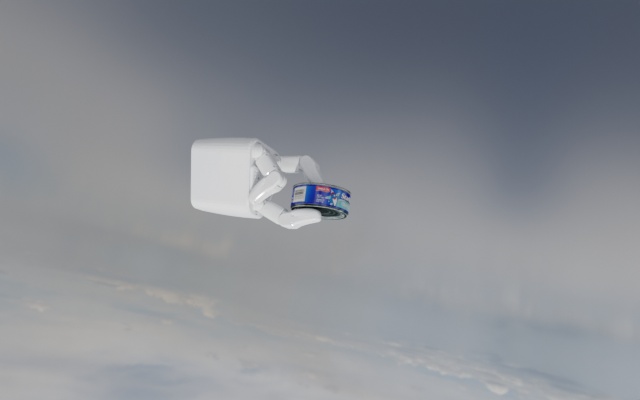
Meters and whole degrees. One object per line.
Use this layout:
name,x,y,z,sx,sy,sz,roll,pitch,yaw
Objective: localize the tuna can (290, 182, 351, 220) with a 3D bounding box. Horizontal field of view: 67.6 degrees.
tuna can,0.000,0.003,0.687,0.086,0.033,0.086,7,-14,2
